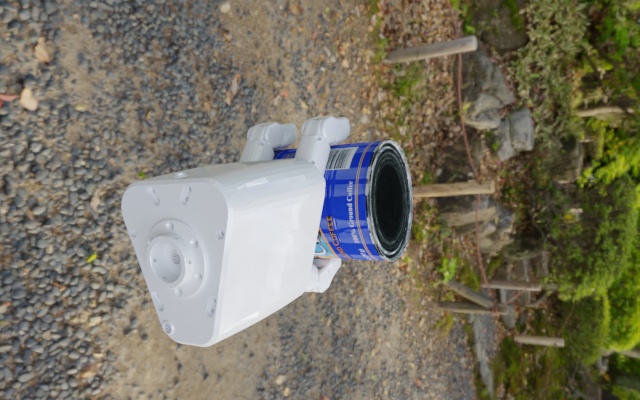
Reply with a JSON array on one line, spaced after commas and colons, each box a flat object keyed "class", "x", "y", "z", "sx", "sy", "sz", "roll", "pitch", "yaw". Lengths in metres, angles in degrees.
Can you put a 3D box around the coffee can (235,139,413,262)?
[{"class": "coffee can", "x": 0.000, "y": 0.001, "z": 0.432, "sx": 0.140, "sy": 0.103, "sz": 0.103, "roll": -1, "pitch": -1, "yaw": 29}]
